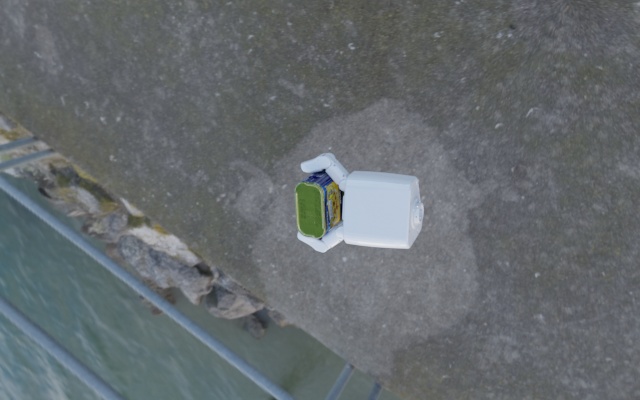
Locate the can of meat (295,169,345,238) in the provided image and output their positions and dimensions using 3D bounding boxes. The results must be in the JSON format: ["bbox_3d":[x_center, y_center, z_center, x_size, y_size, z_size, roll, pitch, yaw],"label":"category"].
[{"bbox_3d":[0.000,0.003,0.796,0.057,0.102,0.084,7,24,24],"label":"can of meat"}]
